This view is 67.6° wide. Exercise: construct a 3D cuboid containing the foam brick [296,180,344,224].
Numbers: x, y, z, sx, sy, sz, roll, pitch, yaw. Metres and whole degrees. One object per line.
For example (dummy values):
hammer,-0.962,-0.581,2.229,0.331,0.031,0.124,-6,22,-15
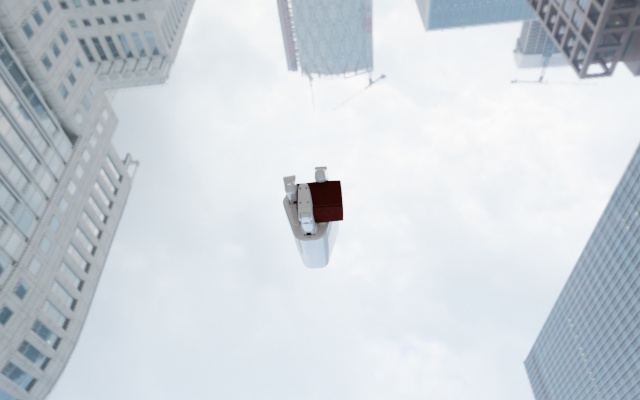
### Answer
foam brick,0.000,0.003,0.811,0.078,0.053,0.051,-4,-34,5
